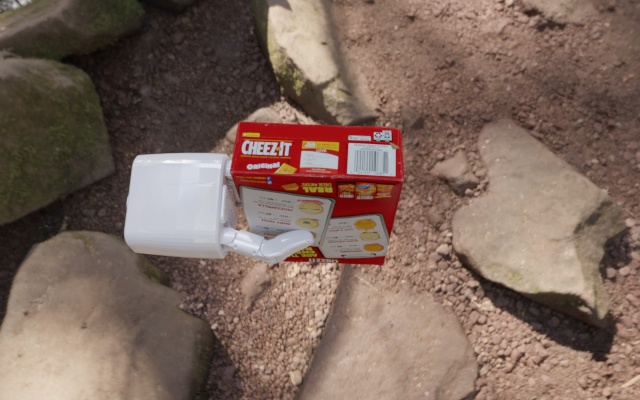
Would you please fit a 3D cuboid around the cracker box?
[{"bbox_3d":[0.000,0.002,0.544,0.164,0.072,0.214,2,-29,3],"label":"cracker box"}]
